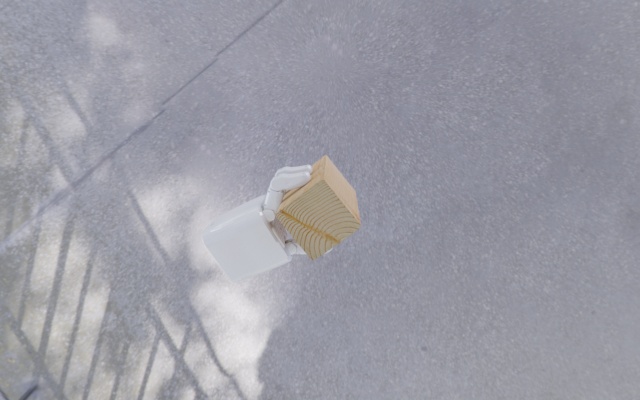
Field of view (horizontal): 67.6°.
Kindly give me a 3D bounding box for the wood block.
[{"bbox_3d":[0.000,0.003,0.770,0.090,0.091,0.206,-36,11,11],"label":"wood block"}]
